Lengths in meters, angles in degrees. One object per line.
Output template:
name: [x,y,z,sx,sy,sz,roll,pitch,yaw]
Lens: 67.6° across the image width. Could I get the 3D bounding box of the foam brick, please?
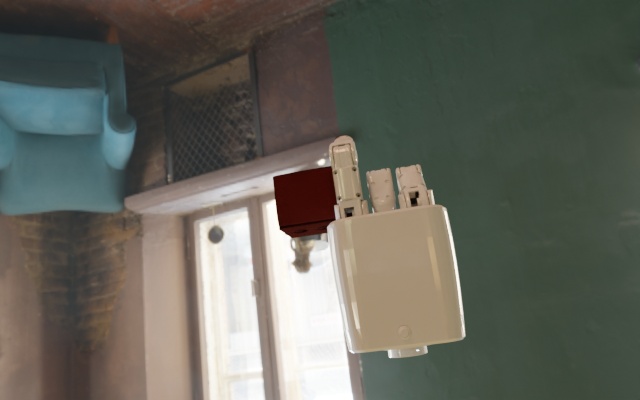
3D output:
foam brick: [0.000,0.001,0.445,0.078,0.051,0.053,-9,-14,8]
